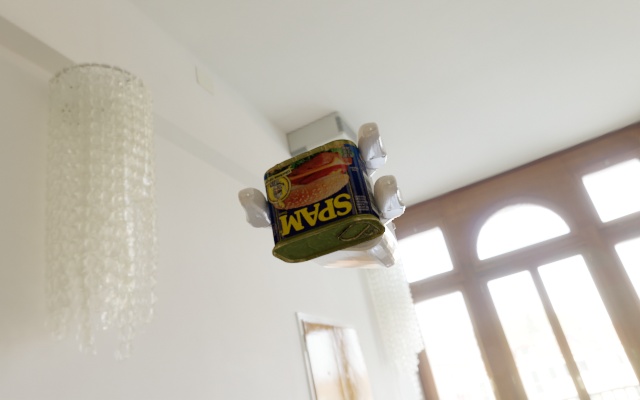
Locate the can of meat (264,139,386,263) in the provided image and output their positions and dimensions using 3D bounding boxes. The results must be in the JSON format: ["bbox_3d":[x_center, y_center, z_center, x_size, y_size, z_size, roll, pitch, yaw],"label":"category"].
[{"bbox_3d":[0.000,0.001,0.445,0.102,0.084,0.057,-20,-26,16],"label":"can of meat"}]
